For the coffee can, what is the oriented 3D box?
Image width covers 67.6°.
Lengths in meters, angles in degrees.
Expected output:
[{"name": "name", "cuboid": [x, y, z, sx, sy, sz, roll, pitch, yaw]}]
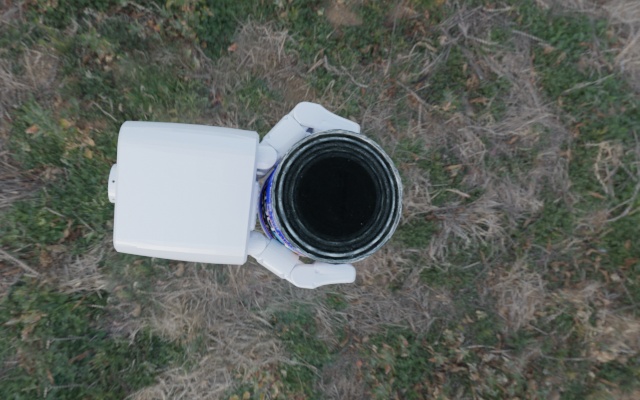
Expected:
[{"name": "coffee can", "cuboid": [0.000, 0.001, 0.425, 0.103, 0.103, 0.140, 0, -4, -12]}]
